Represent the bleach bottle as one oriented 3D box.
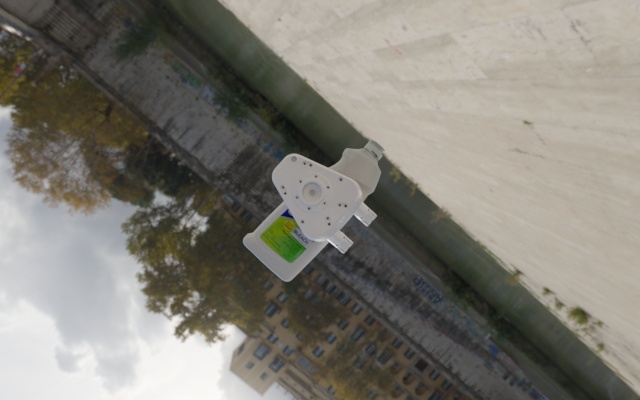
[{"bbox_3d":[0.000,0.003,0.742,0.102,0.251,0.068,42,0,5],"label":"bleach bottle"}]
